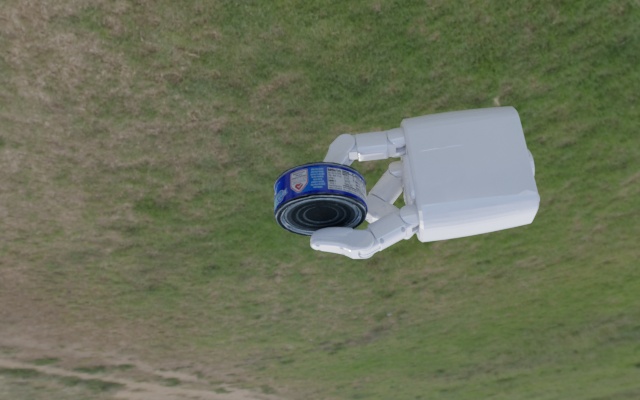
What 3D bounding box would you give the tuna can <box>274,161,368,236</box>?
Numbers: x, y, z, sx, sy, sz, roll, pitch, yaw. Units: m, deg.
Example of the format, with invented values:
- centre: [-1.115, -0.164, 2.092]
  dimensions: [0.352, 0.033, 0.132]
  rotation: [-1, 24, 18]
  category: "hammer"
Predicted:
- centre: [0.000, 0.002, 0.437]
  dimensions: [0.086, 0.033, 0.086]
  rotation: [-2, -29, -1]
  category: "tuna can"
